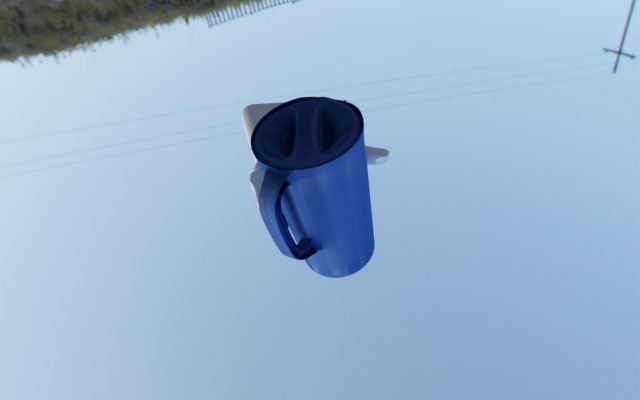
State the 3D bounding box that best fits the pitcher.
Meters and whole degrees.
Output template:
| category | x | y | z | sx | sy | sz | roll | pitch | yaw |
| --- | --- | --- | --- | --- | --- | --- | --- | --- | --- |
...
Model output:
| category | x | y | z | sx | sy | sz | roll | pitch | yaw |
| --- | --- | --- | --- | --- | --- | --- | --- | --- | --- |
| pitcher | 0.000 | 0.002 | 0.624 | 0.149 | 0.243 | 0.145 | -21 | 46 | -5 |
